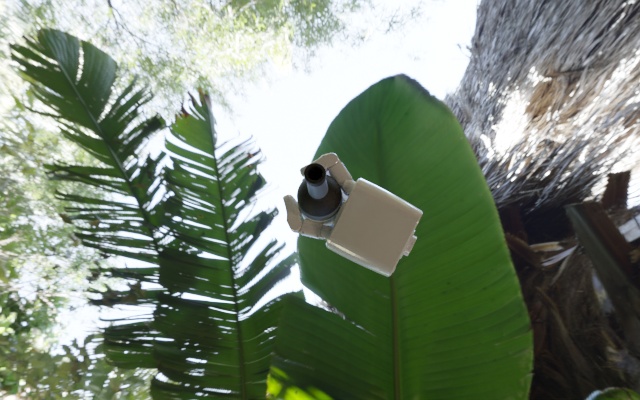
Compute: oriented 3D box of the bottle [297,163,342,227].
[{"bbox_3d":[0.000,0.002,0.728,0.069,0.069,0.296,0,-14,3],"label":"bottle"}]
